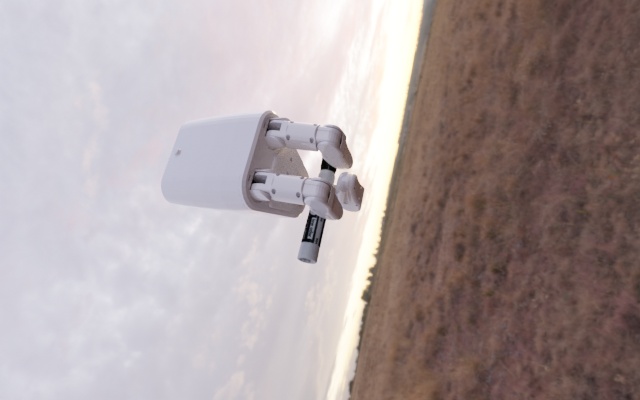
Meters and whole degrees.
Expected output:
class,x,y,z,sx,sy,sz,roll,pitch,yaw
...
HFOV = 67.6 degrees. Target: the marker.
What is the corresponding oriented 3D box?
class,x,y,z,sx,sy,sz,roll,pitch,yaw
marker,0.000,0.002,0.464,0.020,0.121,0.020,11,-22,5
